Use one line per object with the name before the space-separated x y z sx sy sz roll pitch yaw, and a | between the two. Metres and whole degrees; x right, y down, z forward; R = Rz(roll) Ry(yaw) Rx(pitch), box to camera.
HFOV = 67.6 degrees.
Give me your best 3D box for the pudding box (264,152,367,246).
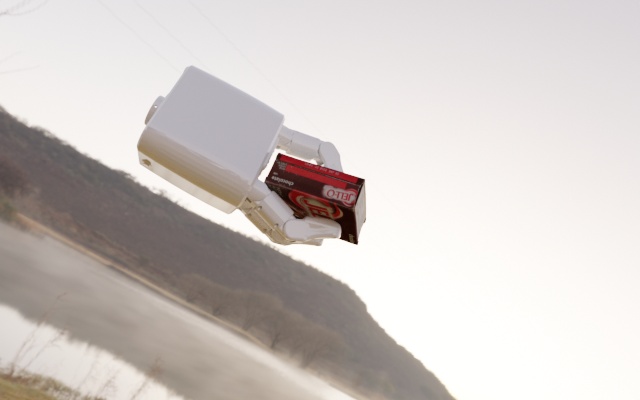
pudding box | 0.000 0.001 0.485 0.090 0.039 0.113 19 -17 14
